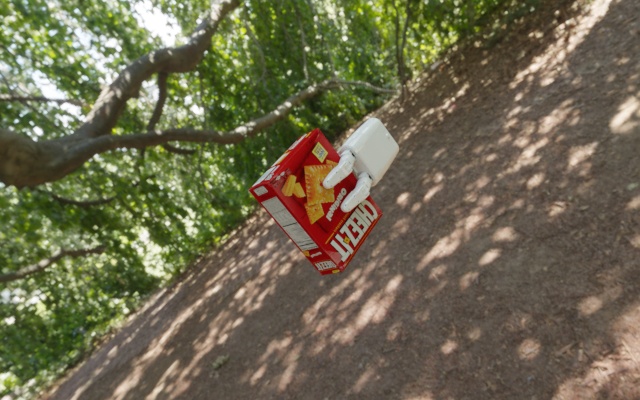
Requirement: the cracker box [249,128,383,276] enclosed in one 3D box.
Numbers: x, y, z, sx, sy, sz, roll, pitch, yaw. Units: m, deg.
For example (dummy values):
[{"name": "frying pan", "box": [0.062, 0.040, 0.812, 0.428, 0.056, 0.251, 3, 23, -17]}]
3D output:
[{"name": "cracker box", "box": [0.000, 0.003, 0.872, 0.072, 0.214, 0.164, -18, 26, 51]}]
